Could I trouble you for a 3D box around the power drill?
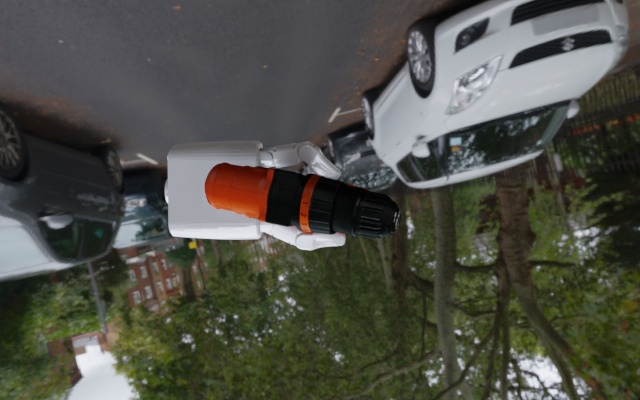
[{"bbox_3d":[0.000,0.002,0.498,0.184,0.057,0.187,13,0,16],"label":"power drill"}]
